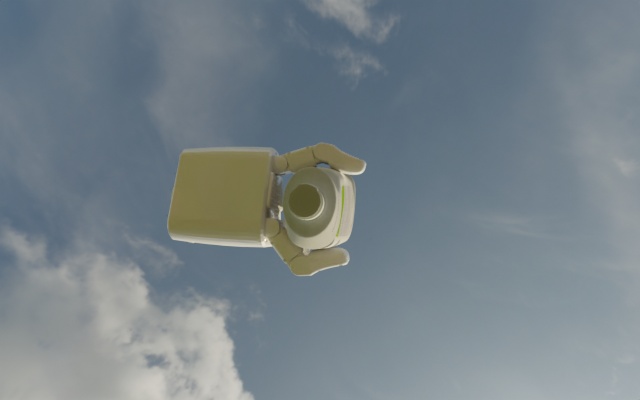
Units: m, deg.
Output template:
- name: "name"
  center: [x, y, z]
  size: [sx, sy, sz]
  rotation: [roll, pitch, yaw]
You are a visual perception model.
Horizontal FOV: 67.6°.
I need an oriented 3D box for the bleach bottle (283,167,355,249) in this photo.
- name: "bleach bottle"
  center: [0.000, 0.002, 0.528]
  size: [0.068, 0.102, 0.251]
  rotation: [3, -4, 6]
